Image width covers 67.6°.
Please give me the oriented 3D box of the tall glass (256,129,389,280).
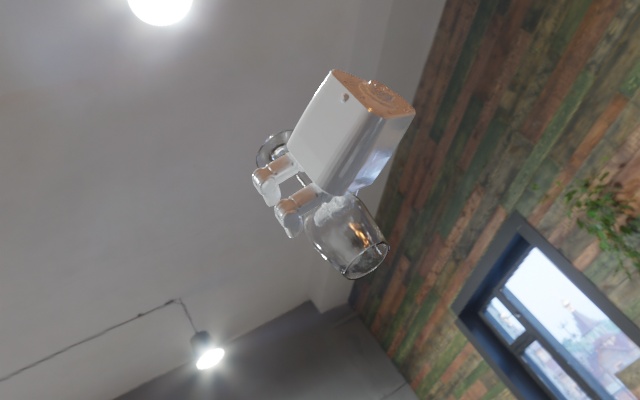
[{"bbox_3d":[0.000,0.002,0.584,0.079,0.079,0.201,0,43,-46],"label":"tall glass"}]
